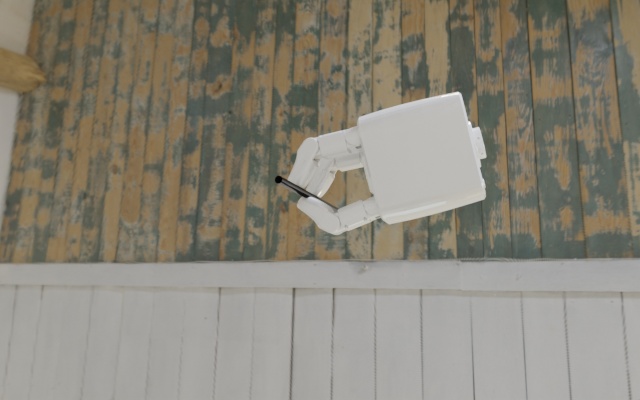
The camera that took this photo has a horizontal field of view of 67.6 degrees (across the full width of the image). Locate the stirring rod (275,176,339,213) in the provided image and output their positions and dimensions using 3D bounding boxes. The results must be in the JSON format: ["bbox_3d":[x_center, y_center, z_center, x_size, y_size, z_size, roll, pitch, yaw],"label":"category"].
[{"bbox_3d":[0.000,0.002,0.571,0.011,0.011,0.239,0,-11,20],"label":"stirring rod"}]
